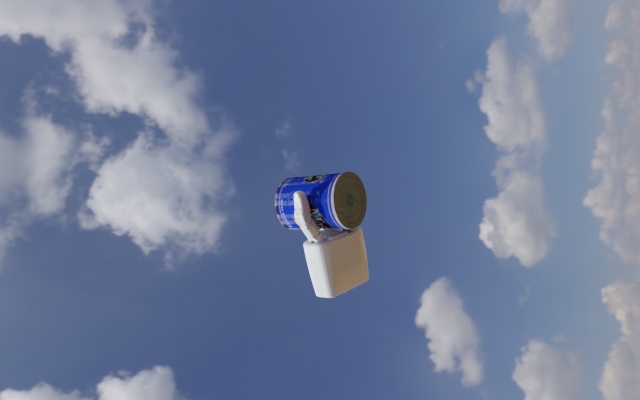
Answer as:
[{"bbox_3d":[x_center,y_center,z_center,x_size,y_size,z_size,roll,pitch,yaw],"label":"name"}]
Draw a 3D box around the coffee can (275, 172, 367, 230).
[{"bbox_3d":[0.000,0.003,0.890,0.140,0.103,0.103,-3,-2,38],"label":"coffee can"}]
